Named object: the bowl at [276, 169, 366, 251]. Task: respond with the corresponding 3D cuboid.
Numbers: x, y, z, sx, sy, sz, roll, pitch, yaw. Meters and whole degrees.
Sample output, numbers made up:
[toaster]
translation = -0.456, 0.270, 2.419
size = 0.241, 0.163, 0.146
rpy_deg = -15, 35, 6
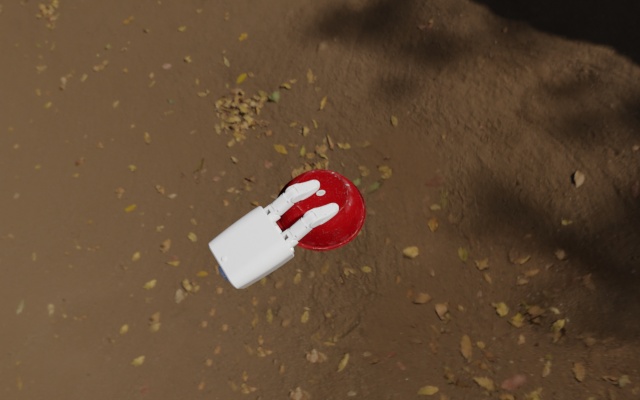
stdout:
[bowl]
translation = 0.001, 0.002, 0.819
size = 0.162, 0.162, 0.055
rpy_deg = 0, -31, -1
